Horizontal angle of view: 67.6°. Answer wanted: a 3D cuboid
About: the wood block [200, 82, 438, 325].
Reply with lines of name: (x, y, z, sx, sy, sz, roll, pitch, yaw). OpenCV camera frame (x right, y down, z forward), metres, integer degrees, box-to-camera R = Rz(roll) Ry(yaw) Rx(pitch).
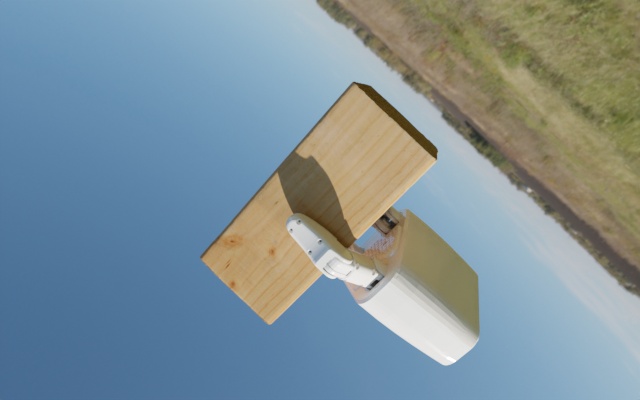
wood block: (0.000, 0.002, 0.434, 0.090, 0.206, 0.091, 44, 18, 2)
